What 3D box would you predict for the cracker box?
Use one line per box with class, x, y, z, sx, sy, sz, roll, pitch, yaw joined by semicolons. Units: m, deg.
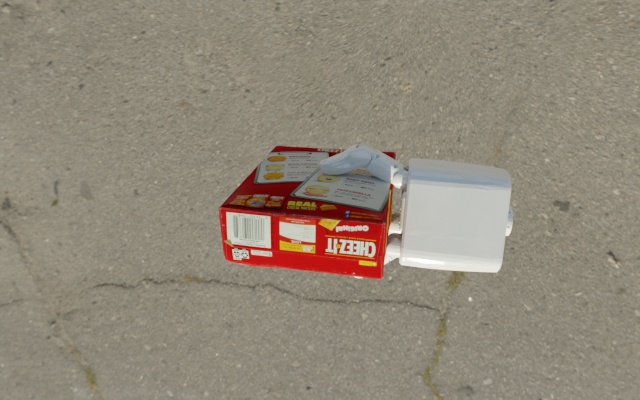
cracker box;0.000;0.002;0.552;0.164;0.072;0.213;5;23;9
